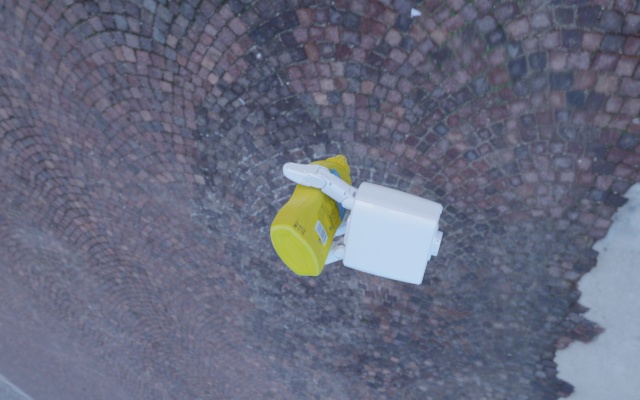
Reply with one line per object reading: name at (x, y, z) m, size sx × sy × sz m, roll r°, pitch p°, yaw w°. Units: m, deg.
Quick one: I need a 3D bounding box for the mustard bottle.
mustard bottle at (0.000, 0.002, 0.653) m, size 0.058 × 0.096 × 0.191 m, roll -4°, pitch 40°, yaw 31°
